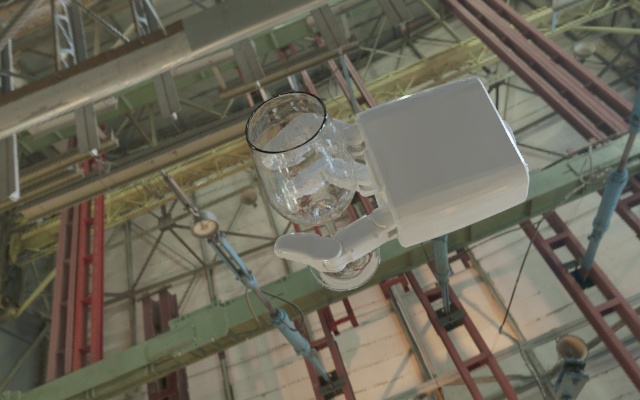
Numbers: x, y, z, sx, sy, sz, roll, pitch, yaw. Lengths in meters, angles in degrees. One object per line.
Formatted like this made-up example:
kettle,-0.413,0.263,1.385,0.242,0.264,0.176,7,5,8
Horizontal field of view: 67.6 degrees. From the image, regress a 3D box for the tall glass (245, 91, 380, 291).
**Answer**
tall glass,0.000,0.002,0.416,0.079,0.079,0.201,0,-35,19
